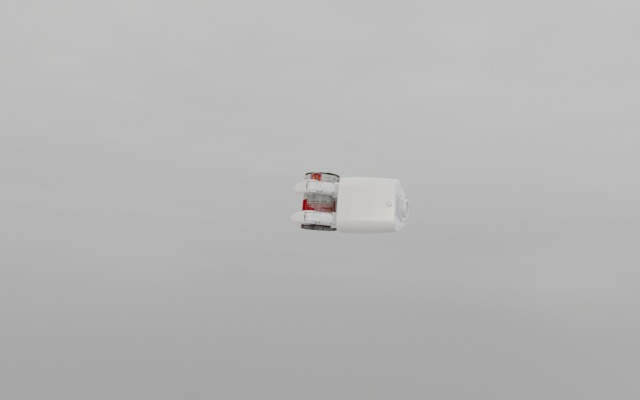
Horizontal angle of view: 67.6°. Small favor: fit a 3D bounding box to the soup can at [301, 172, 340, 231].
[{"bbox_3d":[0.000,0.003,0.890,0.068,0.102,0.068,4,-8,1],"label":"soup can"}]
